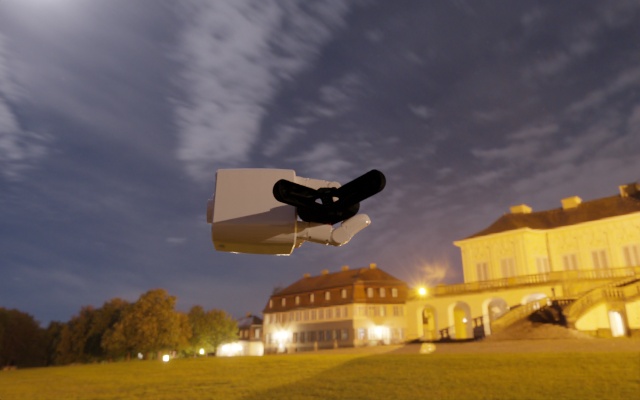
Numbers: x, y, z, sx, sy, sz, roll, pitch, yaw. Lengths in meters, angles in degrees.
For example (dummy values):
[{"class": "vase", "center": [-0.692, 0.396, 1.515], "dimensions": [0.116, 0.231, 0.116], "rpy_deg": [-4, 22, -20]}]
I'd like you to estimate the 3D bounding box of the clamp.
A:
[{"class": "clamp", "center": [0.000, 0.001, 0.571], "dimensions": [0.120, 0.039, 0.171], "rpy_deg": [2, -18, -8]}]
